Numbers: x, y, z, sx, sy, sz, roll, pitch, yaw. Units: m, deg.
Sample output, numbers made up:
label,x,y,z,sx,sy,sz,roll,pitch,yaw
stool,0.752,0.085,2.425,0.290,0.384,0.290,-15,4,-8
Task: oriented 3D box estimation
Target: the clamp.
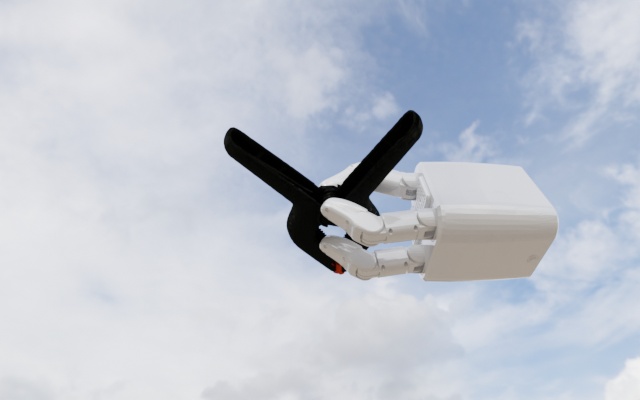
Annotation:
label,x,y,z,sx,sy,sz,roll,pitch,yaw
clamp,0.000,0.001,0.459,0.164,0.036,0.210,1,-42,-1
